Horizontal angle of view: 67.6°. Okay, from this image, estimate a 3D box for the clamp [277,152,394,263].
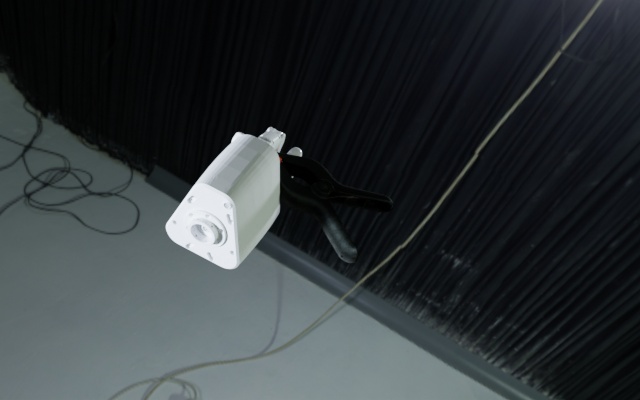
[{"bbox_3d":[0.000,0.001,0.588,0.171,0.039,0.120,26,41,3],"label":"clamp"}]
